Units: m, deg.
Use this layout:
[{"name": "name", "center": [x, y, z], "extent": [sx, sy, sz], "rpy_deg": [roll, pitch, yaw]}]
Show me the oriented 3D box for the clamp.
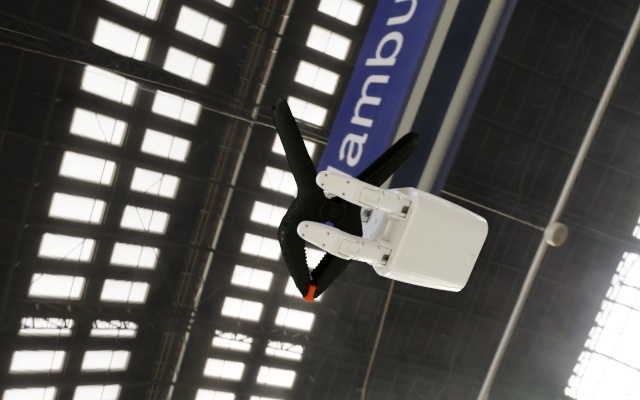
[{"name": "clamp", "center": [0.000, 0.002, 0.504], "extent": [0.164, 0.210, 0.036], "rpy_deg": [18, 7, -20]}]
